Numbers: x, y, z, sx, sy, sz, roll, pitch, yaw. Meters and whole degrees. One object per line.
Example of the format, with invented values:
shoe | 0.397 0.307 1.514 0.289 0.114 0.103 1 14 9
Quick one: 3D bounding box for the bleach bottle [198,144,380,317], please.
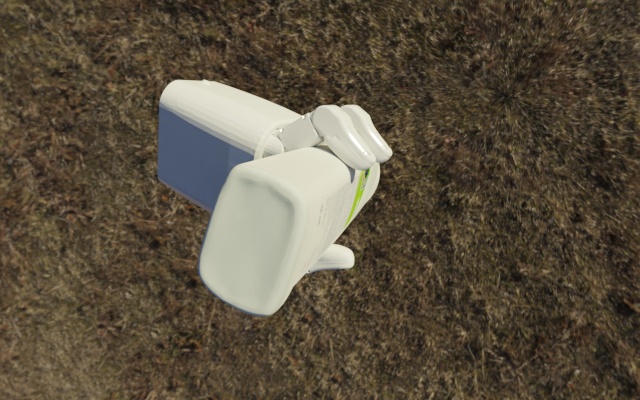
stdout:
bleach bottle | 0.000 0.001 0.414 0.068 0.102 0.251 26 20 15
